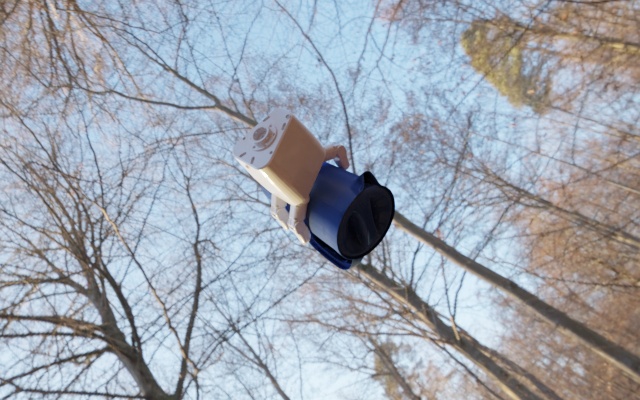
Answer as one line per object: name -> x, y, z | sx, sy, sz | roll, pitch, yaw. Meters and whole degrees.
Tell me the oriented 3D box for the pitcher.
pitcher -> 0.000, 0.003, 0.847 | 0.242, 0.149, 0.145 | 31, -9, 41
